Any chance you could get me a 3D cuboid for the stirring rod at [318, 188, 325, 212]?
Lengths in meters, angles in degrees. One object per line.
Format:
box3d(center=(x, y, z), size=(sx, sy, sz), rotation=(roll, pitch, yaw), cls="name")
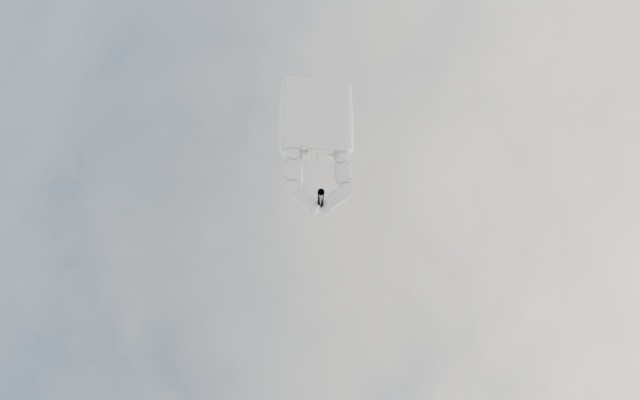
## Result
box3d(center=(0.000, 0.002, 0.666), size=(0.011, 0.011, 0.239), rotation=(0, -6, 0), cls="stirring rod")
